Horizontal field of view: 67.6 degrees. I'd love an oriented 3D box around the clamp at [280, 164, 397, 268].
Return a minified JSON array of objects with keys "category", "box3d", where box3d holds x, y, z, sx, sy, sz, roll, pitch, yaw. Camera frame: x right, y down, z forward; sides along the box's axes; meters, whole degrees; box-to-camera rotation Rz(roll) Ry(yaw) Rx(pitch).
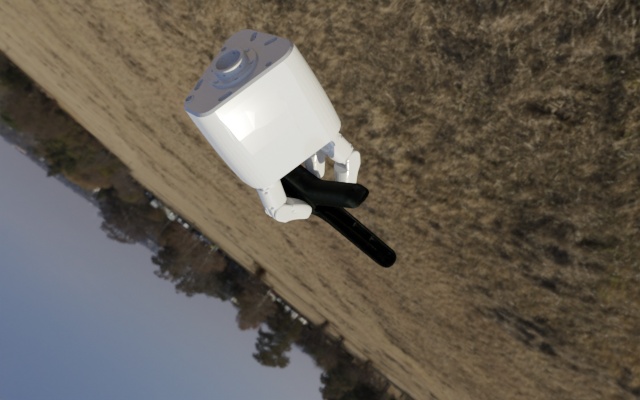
[{"category":"clamp","box3d":[-0.001,0.002,0.577,0.210,0.036,0.165,28,-19,39]}]
